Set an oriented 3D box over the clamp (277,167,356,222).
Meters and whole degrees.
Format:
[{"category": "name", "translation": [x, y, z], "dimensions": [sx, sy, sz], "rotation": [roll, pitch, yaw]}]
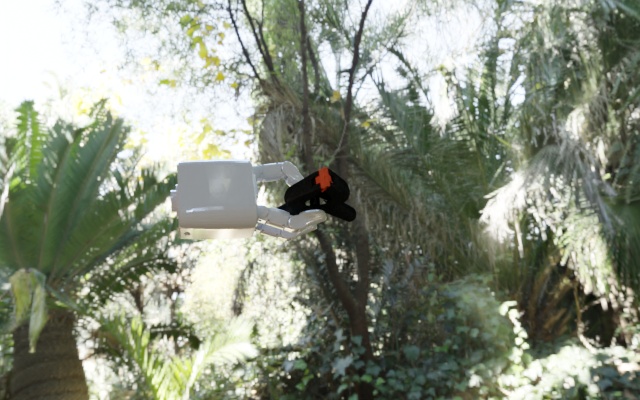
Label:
[{"category": "clamp", "translation": [0.000, 0.001, 0.720], "dimensions": [0.164, 0.036, 0.210], "rotation": [-4, -18, -17]}]
